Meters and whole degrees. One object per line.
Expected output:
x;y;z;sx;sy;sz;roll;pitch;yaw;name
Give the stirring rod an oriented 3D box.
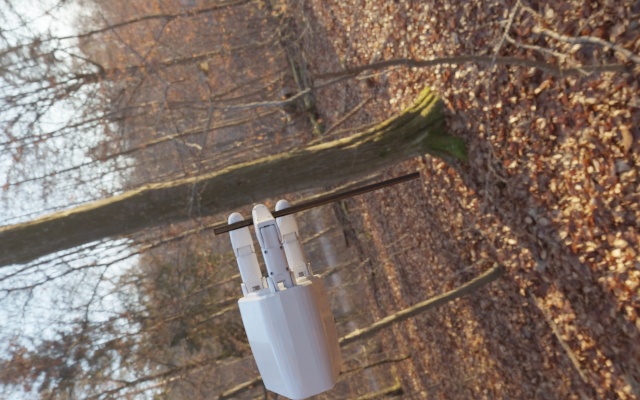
0.000;0.002;0.532;0.239;0.011;0.011;-16;3;-11;stirring rod
